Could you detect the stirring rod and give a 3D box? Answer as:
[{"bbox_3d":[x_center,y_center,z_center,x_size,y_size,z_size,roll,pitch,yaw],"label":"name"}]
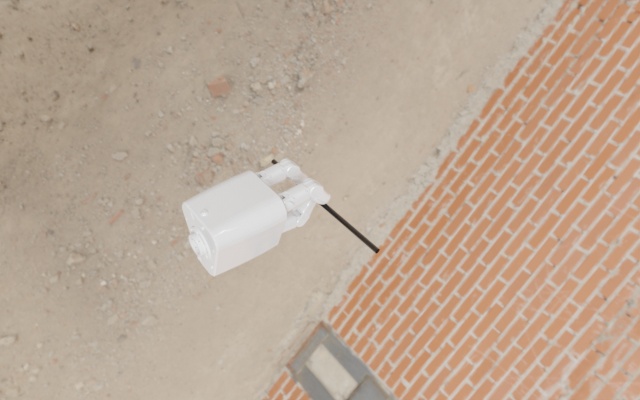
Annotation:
[{"bbox_3d":[0.000,0.002,0.704,0.011,0.011,0.239,0,33,-49],"label":"stirring rod"}]
